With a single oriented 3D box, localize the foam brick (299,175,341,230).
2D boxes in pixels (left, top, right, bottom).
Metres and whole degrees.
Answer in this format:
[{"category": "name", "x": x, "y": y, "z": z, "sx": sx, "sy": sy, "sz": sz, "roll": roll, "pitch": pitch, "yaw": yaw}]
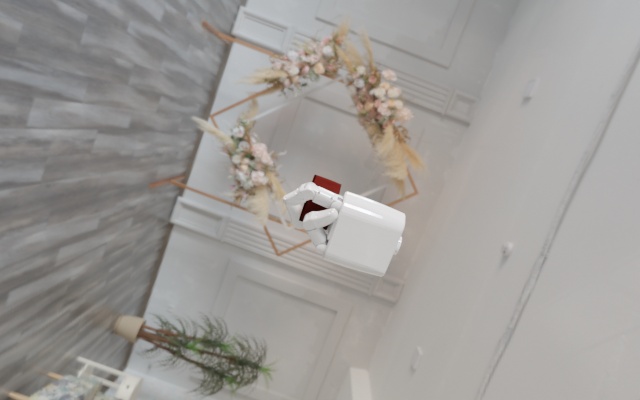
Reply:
[{"category": "foam brick", "x": 0.000, "y": 0.002, "z": 0.820, "sx": 0.051, "sy": 0.053, "sz": 0.078, "roll": 19, "pitch": 35, "yaw": -1}]
